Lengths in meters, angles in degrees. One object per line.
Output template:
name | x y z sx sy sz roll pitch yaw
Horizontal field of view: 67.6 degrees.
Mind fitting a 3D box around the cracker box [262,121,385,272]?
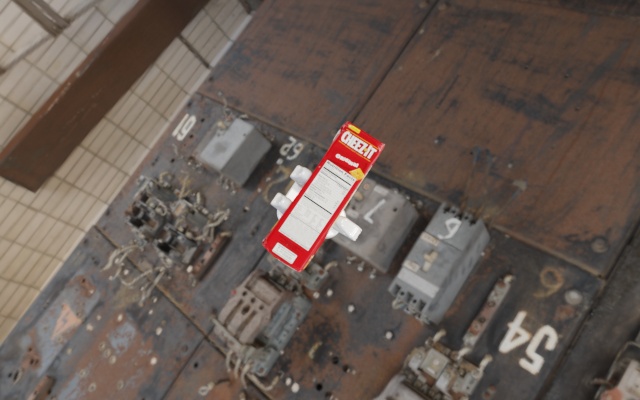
cracker box | 0.000 0.003 0.722 0.072 0.213 0.164 34 -8 2
